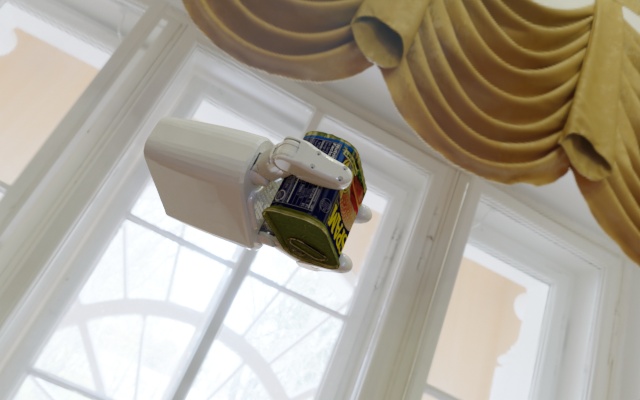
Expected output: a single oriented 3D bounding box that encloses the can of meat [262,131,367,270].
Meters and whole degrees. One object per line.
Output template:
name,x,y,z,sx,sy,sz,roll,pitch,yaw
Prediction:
can of meat,0.000,0.001,0.423,0.057,0.084,0.102,15,-25,20
